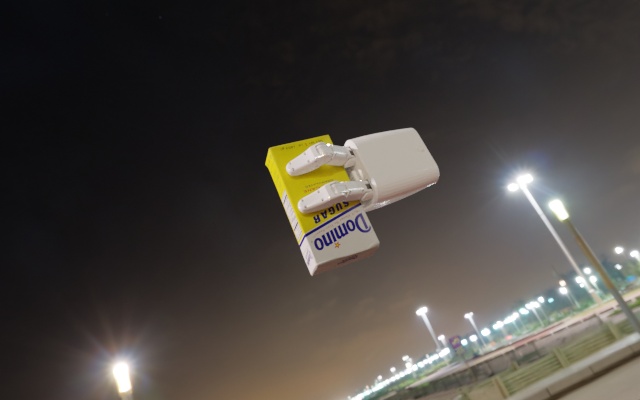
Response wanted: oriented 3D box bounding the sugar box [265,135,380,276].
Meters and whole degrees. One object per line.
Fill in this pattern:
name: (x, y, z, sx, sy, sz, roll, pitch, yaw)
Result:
sugar box: (0.000, 0.002, 0.636, 0.093, 0.176, 0.048, -16, -25, -20)
